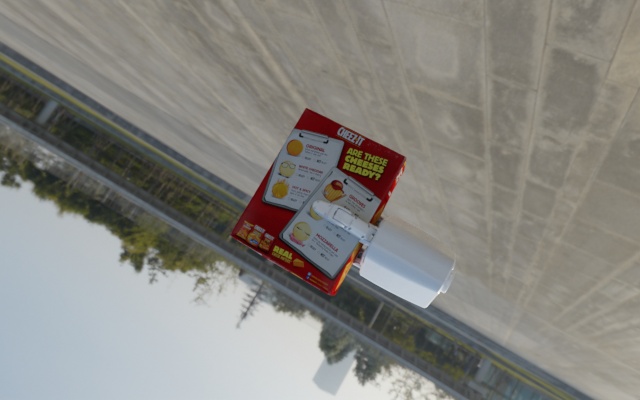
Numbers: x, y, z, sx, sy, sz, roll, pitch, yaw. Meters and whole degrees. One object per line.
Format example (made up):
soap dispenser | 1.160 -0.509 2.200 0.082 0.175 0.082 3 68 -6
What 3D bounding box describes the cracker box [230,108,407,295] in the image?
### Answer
cracker box | 0.000 0.002 0.682 0.164 0.213 0.072 29 -7 12
